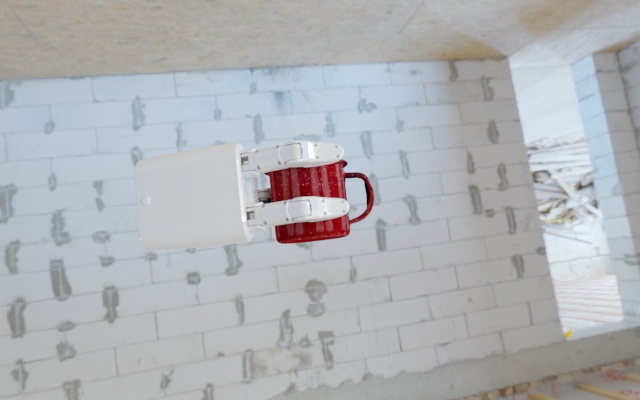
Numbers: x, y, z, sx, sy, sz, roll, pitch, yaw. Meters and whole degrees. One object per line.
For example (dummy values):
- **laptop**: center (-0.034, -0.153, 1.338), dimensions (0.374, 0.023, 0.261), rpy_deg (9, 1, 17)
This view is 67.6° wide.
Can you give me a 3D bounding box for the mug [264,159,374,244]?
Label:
- **mug**: center (0.002, 0.002, 0.520), dimensions (0.117, 0.081, 0.093), rpy_deg (-7, -7, 4)
